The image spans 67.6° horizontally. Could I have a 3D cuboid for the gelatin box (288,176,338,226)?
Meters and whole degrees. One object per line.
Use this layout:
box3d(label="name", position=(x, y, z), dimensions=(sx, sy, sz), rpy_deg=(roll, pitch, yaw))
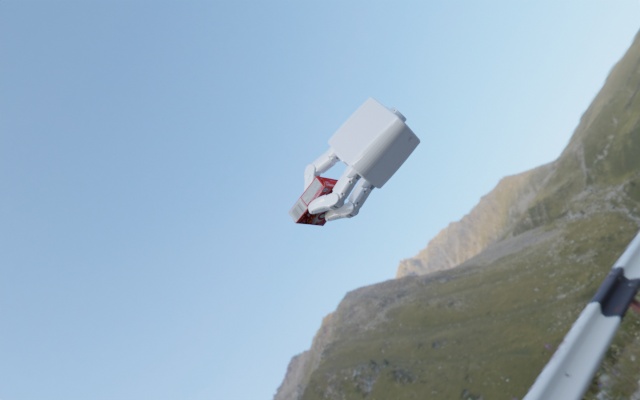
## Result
box3d(label="gelatin box", position=(0.000, 0.003, 0.809), dimensions=(0.073, 0.089, 0.030), rpy_deg=(9, 37, -50))
